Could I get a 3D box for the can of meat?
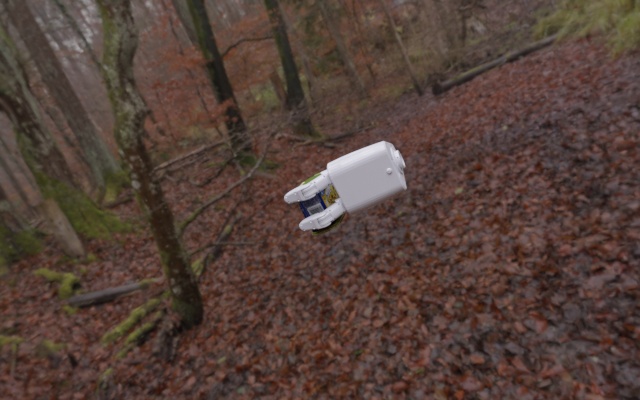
[{"bbox_3d":[0.000,0.003,0.863,0.057,0.084,0.102,-22,14,22],"label":"can of meat"}]
